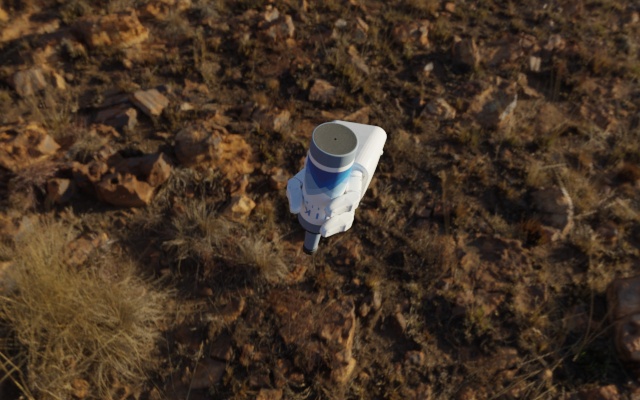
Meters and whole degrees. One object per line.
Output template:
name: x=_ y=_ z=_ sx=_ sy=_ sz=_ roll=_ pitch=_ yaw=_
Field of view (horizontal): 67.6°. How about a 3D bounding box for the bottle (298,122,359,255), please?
bottle: x=0.000 y=0.002 z=0.779 sx=0.069 sy=0.069 sz=0.296 roll=0 pitch=-37 yaw=-10
